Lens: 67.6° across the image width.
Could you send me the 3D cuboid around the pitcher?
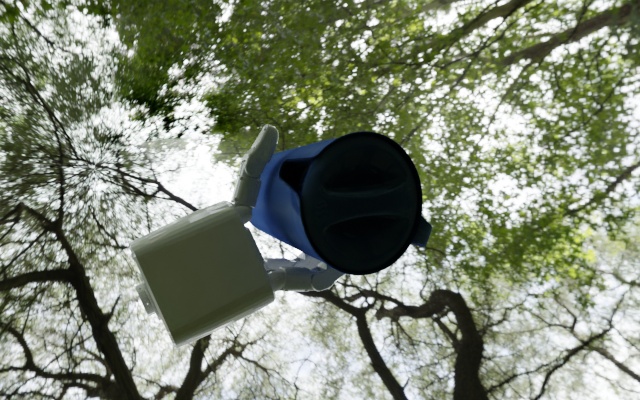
[{"bbox_3d":[0.000,0.002,0.545,0.145,0.149,0.243,-27,14,-22],"label":"pitcher"}]
